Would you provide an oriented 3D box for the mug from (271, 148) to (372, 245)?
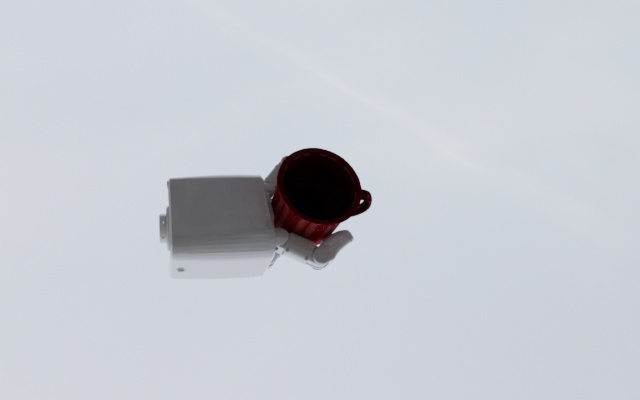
[{"bbox_3d":[0.001,0.002,0.538,0.117,0.093,0.081,1,-27,-18],"label":"mug"}]
